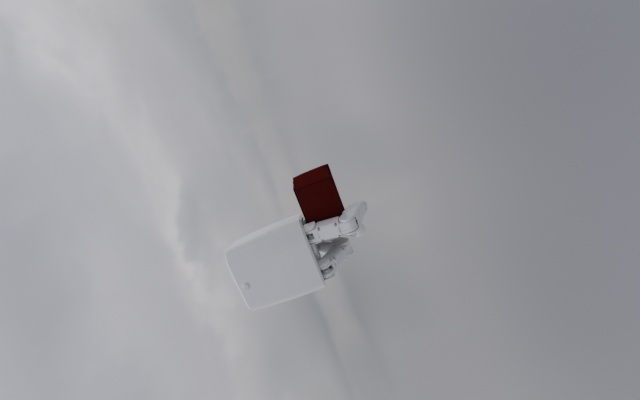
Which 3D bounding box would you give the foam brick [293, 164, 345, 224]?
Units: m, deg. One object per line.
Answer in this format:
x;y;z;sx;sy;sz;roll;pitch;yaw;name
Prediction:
0.000;0.002;0.626;0.051;0.078;0.053;-19;22;5;foam brick
